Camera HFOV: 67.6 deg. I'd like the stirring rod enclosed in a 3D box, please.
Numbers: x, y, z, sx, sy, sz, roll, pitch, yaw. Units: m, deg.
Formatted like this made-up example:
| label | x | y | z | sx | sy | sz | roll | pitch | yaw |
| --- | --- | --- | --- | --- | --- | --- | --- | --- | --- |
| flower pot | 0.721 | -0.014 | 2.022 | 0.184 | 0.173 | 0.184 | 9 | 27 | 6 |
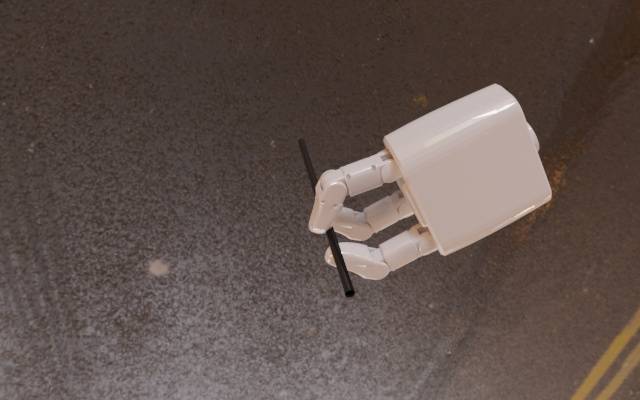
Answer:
| label | x | y | z | sx | sy | sz | roll | pitch | yaw |
| --- | --- | --- | --- | --- | --- | --- | --- | --- | --- |
| stirring rod | 0.000 | 0.001 | 0.462 | 0.011 | 0.011 | 0.239 | 0 | 36 | -13 |
